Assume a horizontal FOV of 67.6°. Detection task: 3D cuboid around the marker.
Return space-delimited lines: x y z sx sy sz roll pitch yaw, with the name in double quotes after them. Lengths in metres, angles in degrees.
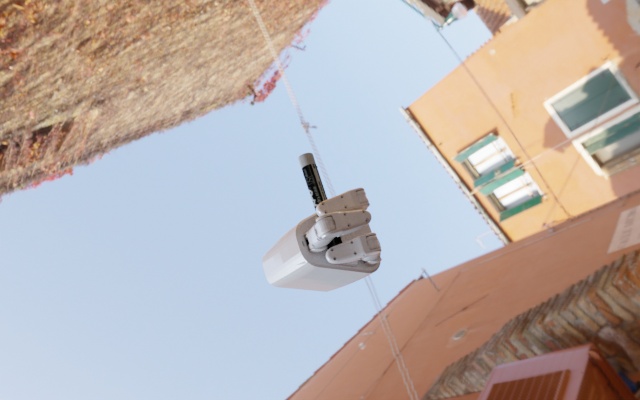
0.000 0.002 0.553 0.020 0.121 0.020 -17 -16 -5 "marker"
